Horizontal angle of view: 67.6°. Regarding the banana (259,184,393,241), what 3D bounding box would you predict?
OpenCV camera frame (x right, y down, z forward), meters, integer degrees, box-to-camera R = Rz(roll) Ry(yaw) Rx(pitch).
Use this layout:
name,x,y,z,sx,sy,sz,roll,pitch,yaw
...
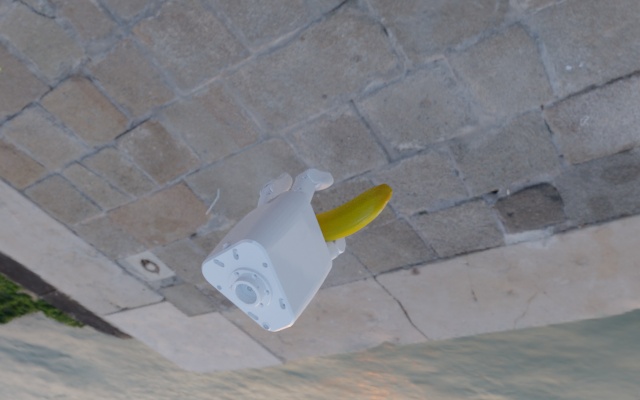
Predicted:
name,x,y,z,sx,sy,sz,roll,pitch,yaw
banana,-0.001,0.021,0.606,0.198,0.069,0.037,-4,5,30
